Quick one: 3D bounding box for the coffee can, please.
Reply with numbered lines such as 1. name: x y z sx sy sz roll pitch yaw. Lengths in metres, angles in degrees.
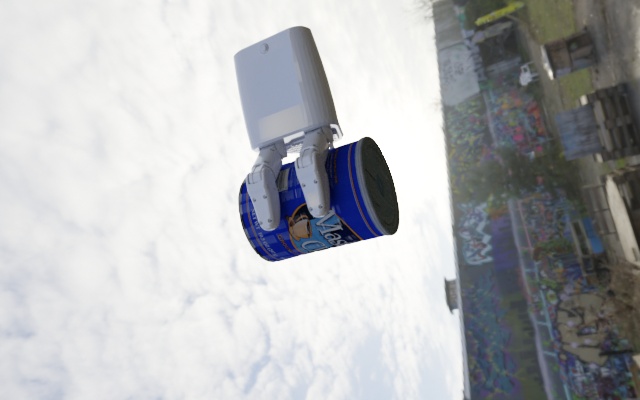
1. coffee can: 0.000 0.002 0.505 0.140 0.103 0.103 -16 -6 23
